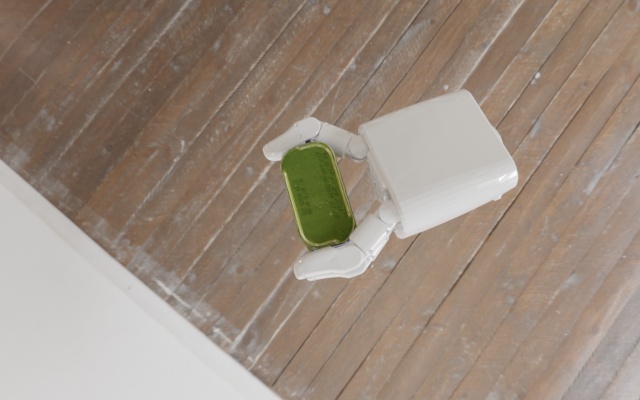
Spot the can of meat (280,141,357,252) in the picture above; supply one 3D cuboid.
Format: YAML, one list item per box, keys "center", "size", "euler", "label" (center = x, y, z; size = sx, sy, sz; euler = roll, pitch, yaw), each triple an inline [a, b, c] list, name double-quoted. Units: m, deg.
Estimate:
- center: [0.000, 0.001, 0.461]
  size: [0.057, 0.102, 0.084]
  euler: [-17, -11, 1]
  label: "can of meat"
